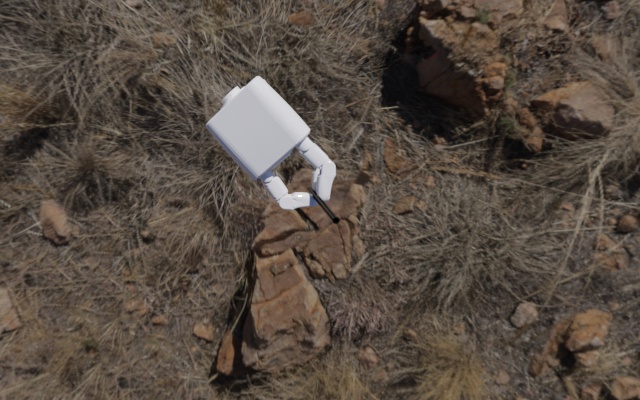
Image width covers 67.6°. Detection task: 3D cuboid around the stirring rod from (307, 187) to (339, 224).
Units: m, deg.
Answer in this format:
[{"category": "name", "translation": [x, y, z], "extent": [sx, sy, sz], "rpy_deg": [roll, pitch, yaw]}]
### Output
[{"category": "stirring rod", "translation": [0.000, 0.002, 0.663], "extent": [0.011, 0.011, 0.239], "rpy_deg": [0, 10, -9]}]
